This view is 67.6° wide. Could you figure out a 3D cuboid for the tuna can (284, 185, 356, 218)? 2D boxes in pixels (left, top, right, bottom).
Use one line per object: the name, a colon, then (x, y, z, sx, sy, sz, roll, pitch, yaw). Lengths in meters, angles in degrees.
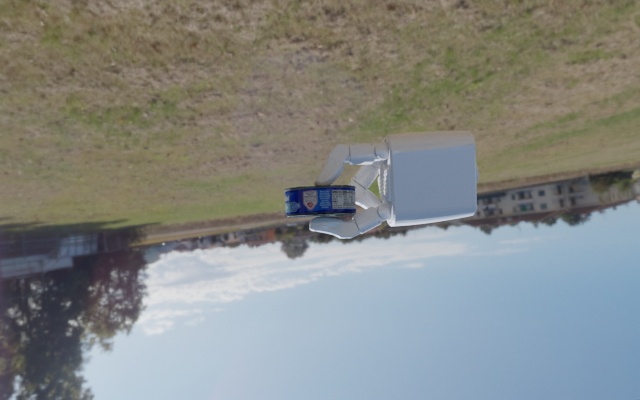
tuna can: (0.000, 0.002, 0.572, 0.086, 0.034, 0.086, -2, -3, 0)
